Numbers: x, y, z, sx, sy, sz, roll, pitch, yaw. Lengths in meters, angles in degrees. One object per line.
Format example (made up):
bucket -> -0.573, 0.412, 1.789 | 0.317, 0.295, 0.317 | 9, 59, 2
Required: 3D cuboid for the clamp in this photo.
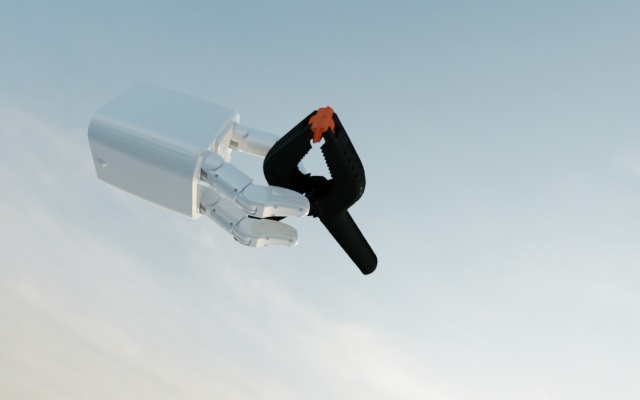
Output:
clamp -> 0.000, 0.000, 0.460 | 0.164, 0.036, 0.210 | 18, -39, -2
